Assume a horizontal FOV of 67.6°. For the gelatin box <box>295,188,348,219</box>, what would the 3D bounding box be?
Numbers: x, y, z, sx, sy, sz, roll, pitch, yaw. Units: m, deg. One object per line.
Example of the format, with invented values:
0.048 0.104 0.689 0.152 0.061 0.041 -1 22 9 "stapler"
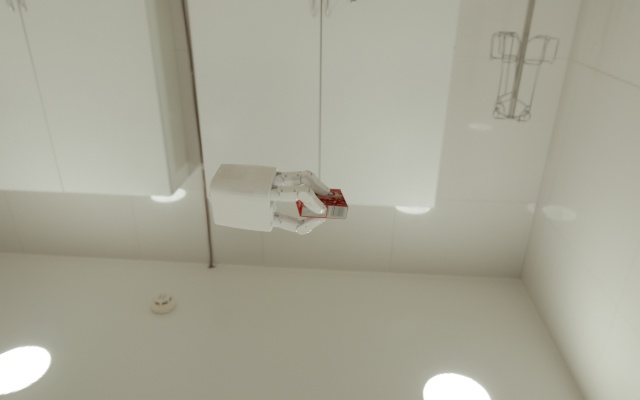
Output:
0.000 0.003 0.880 0.089 0.030 0.073 4 26 -12 "gelatin box"
